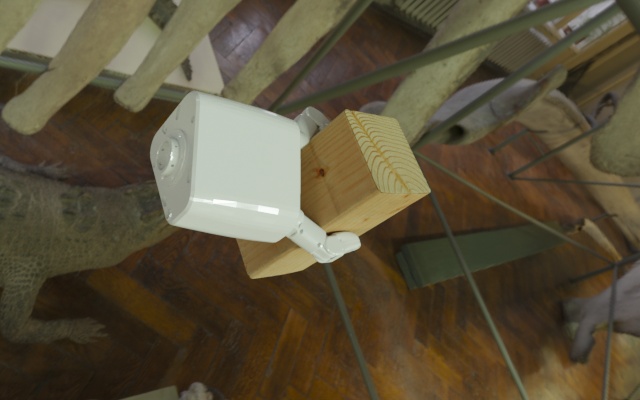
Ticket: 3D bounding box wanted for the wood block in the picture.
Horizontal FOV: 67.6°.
[{"bbox_3d":[0.000,0.002,0.521,0.090,0.090,0.206,-1,-27,-47],"label":"wood block"}]
